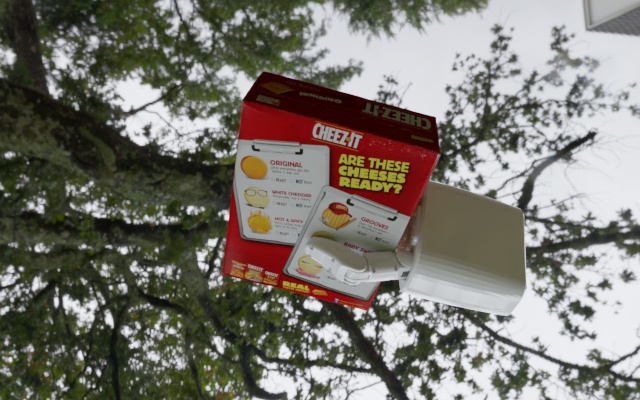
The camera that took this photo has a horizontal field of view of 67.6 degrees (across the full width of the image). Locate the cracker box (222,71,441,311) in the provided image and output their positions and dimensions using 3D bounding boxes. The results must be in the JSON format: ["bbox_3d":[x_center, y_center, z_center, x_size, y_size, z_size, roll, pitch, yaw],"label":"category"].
[{"bbox_3d":[0.000,0.002,0.464,0.164,0.214,0.072,15,39,-1],"label":"cracker box"}]
